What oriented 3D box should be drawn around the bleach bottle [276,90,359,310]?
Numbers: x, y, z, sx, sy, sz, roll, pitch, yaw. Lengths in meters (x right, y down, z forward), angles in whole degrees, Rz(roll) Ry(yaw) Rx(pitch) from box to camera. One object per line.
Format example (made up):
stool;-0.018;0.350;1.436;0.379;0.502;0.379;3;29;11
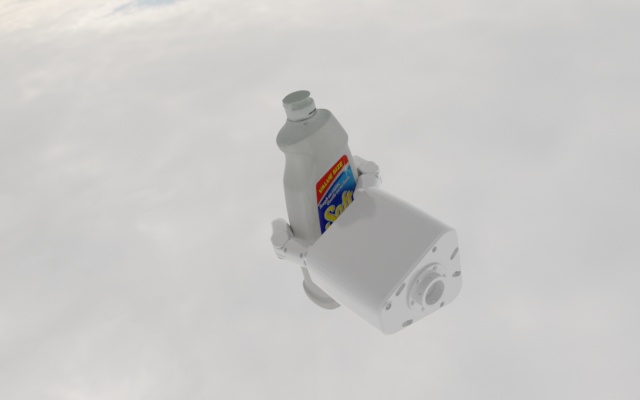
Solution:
bleach bottle;0.000;0.002;0.534;0.102;0.251;0.068;-34;38;-23
